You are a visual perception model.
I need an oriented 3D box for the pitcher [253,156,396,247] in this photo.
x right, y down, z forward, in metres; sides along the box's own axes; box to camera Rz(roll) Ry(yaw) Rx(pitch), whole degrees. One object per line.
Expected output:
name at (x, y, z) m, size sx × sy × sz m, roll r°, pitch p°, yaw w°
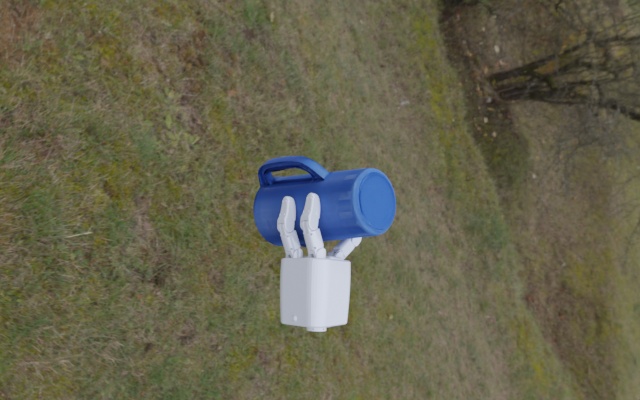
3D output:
pitcher at (0.000, 0.003, 0.826) m, size 0.149 × 0.145 × 0.243 m, roll 15°, pitch -16°, yaw -43°
